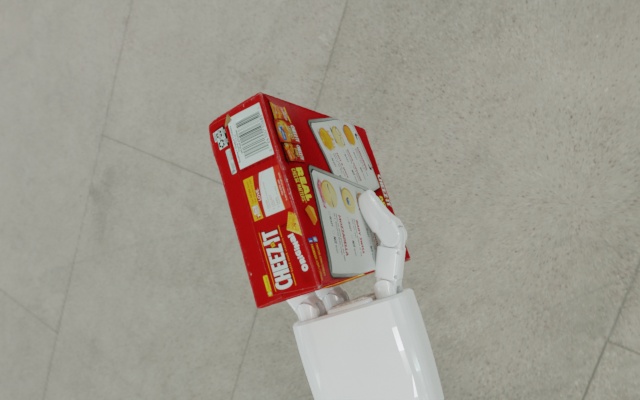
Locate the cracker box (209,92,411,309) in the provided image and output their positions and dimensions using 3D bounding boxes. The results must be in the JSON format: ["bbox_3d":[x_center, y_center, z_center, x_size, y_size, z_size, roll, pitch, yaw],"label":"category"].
[{"bbox_3d":[0.000,0.001,0.468,0.072,0.164,0.214,-23,-11,26],"label":"cracker box"}]
